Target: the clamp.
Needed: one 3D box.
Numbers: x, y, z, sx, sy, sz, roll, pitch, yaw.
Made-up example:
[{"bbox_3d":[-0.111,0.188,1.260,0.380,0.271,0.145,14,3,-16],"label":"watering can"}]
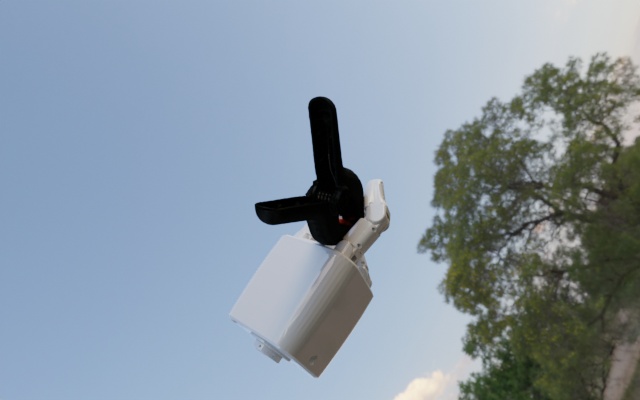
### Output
[{"bbox_3d":[0.000,0.001,0.449,0.039,0.120,0.172,22,-24,35],"label":"clamp"}]
